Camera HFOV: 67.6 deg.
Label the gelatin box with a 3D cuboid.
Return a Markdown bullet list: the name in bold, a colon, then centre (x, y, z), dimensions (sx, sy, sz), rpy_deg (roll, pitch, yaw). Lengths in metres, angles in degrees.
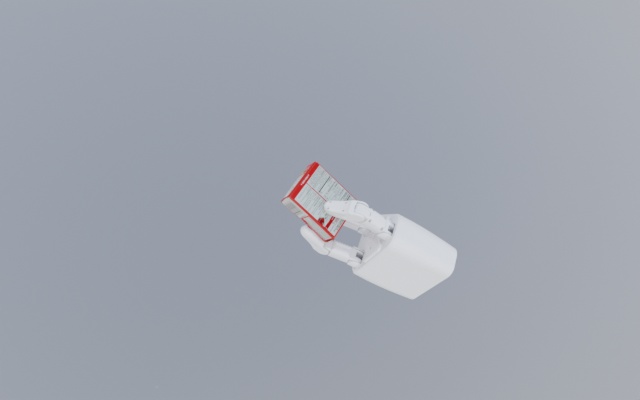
- **gelatin box**: centre (0.000, 0.002, 0.666), dimensions (0.089, 0.073, 0.030), rpy_deg (43, -31, -14)
